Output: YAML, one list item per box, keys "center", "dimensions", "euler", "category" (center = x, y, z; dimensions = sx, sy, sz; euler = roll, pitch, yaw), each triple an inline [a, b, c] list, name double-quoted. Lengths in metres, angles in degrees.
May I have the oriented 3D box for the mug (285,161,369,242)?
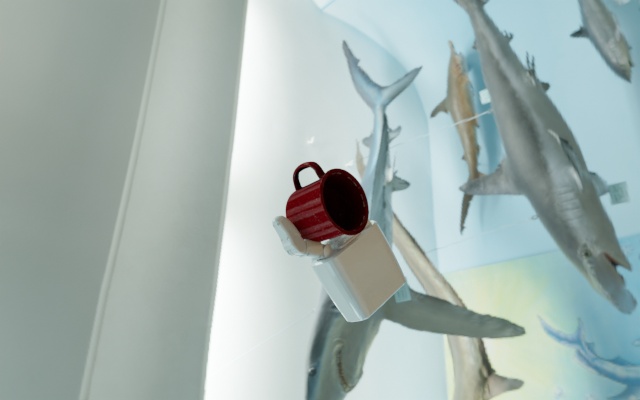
- center: [-0.001, 0.001, 0.656]
  dimensions: [0.081, 0.117, 0.093]
  euler: [-23, 12, 42]
  category: "mug"
